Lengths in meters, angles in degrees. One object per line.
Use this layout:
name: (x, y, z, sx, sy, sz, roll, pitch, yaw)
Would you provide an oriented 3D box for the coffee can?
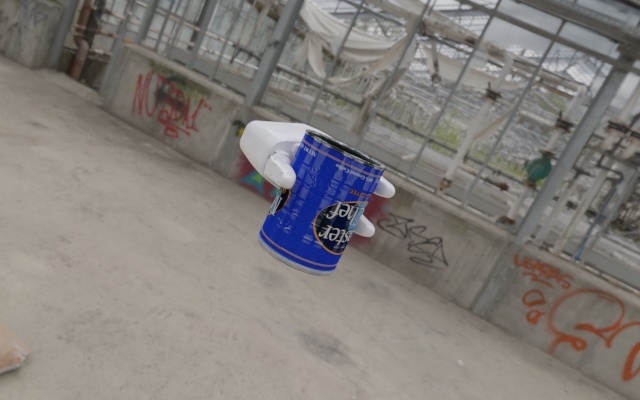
coffee can: (0.000, 0.002, 0.559, 0.103, 0.140, 0.102, 25, 12, -5)
